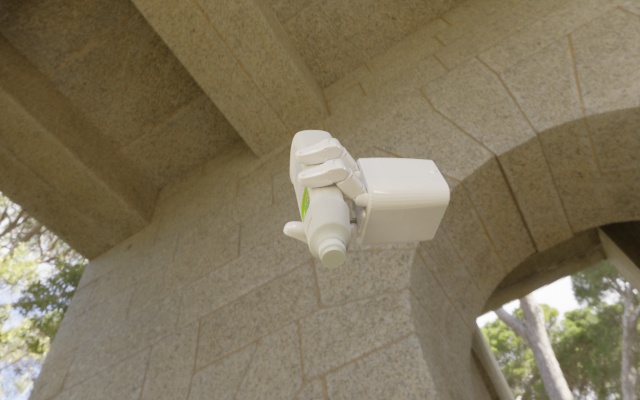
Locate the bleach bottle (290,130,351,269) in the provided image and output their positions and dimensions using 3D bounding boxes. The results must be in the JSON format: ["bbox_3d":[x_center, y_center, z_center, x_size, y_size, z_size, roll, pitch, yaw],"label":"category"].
[{"bbox_3d":[0.000,0.002,0.639,0.068,0.103,0.250,-1,35,-7],"label":"bleach bottle"}]
